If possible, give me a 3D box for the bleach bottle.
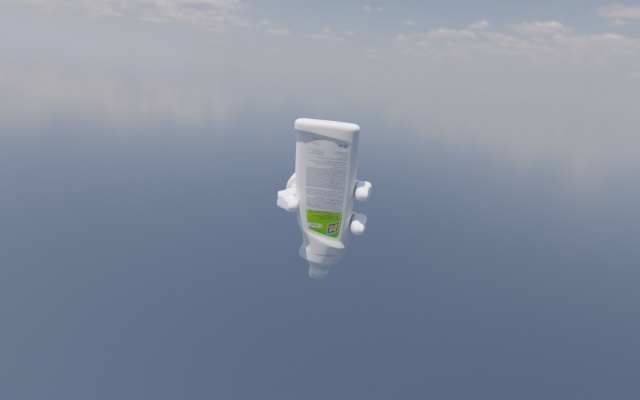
[{"bbox_3d":[0.000,0.002,0.755,0.102,0.251,0.068,7,15,5],"label":"bleach bottle"}]
